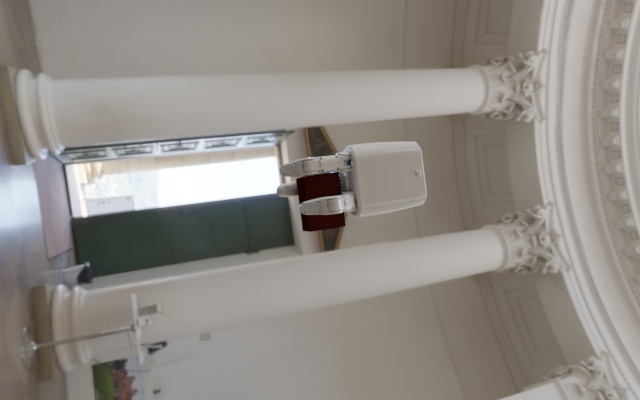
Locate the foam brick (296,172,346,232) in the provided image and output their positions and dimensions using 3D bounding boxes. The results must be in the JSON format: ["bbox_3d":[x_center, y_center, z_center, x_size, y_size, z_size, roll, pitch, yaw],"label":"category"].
[{"bbox_3d":[0.000,0.002,0.668,0.051,0.078,0.053,-8,2,-15],"label":"foam brick"}]
